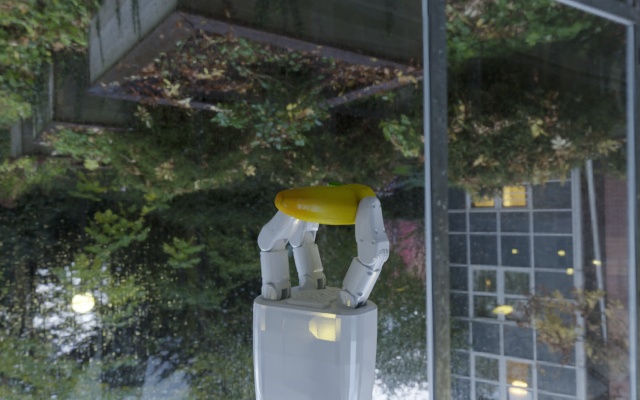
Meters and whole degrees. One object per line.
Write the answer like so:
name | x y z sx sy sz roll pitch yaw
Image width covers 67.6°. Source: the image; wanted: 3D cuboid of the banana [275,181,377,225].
banana | 0.019 0.003 0.466 0.069 0.037 0.198 5 4 14
